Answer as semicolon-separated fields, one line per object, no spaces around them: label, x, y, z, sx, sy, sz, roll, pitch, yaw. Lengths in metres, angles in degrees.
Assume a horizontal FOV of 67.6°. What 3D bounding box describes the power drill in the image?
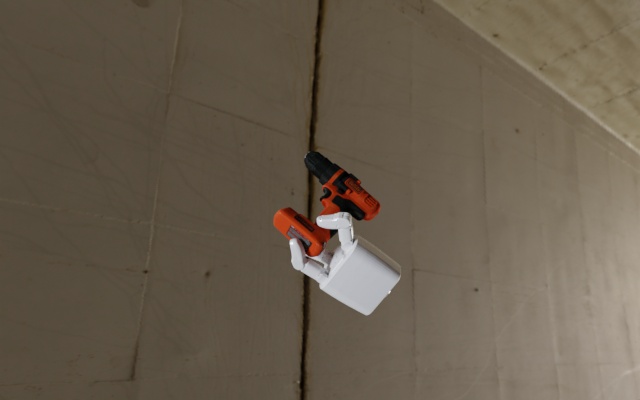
power drill;0.000;0.003;0.899;0.187;0.184;0.057;-42;-14;-36
